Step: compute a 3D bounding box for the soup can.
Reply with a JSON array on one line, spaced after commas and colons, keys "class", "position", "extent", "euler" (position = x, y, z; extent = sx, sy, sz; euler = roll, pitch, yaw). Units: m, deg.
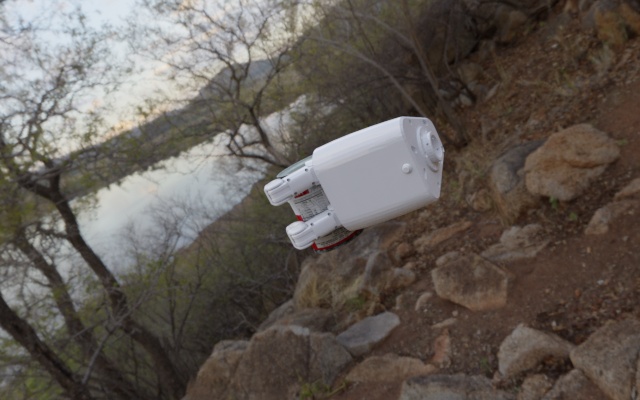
[{"class": "soup can", "position": [0.000, 0.002, 0.565], "extent": [0.068, 0.102, 0.068], "euler": [-26, 12, 6]}]
